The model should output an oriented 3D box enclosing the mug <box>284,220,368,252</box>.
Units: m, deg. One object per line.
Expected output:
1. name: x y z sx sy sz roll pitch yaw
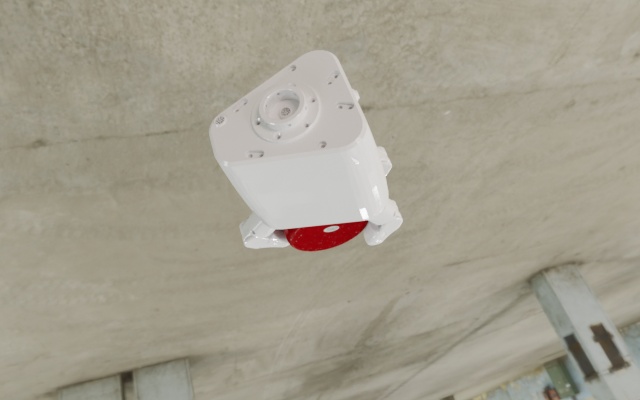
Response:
1. mug: 0.000 0.002 0.475 0.093 0.081 0.117 -22 -29 4
